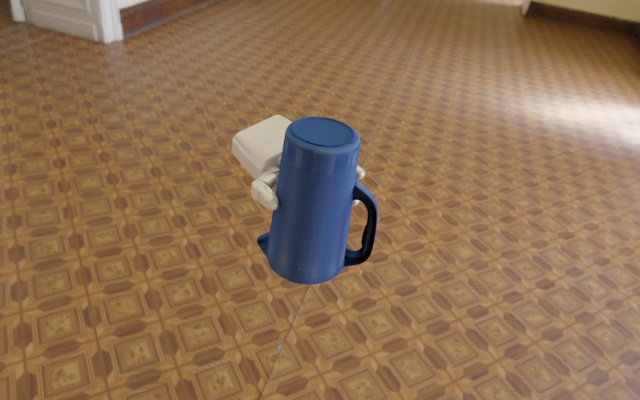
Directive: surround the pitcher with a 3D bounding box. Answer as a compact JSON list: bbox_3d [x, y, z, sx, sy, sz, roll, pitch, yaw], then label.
[{"bbox_3d":[0.000,0.002,0.736,0.149,0.243,0.145,-18,43,-33],"label":"pitcher"}]
